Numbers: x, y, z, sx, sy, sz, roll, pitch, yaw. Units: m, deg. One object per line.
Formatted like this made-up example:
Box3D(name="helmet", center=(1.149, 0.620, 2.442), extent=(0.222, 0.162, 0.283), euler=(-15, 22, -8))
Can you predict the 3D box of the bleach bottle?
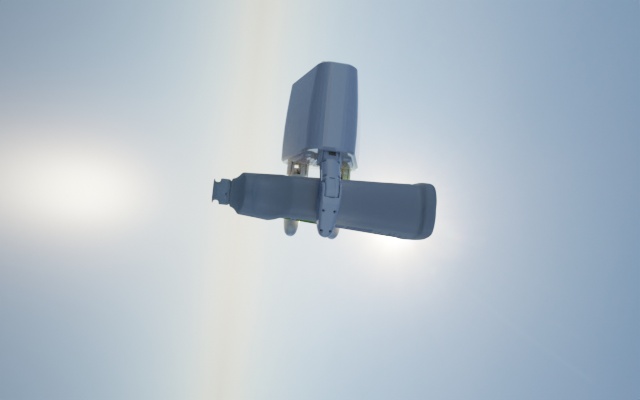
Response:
Box3D(name="bleach bottle", center=(0.000, 0.002, 0.564), extent=(0.251, 0.068, 0.102), euler=(7, -8, -9))
